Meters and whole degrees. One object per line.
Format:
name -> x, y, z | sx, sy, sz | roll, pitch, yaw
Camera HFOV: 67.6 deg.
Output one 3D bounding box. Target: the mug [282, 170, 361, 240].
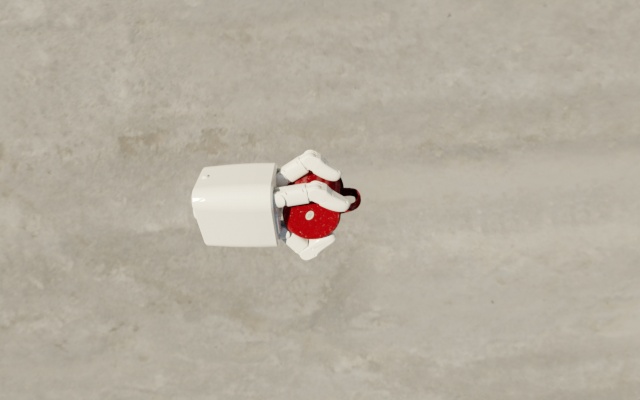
mug -> 0.002, 0.002, 0.689 | 0.117, 0.093, 0.081 | -1, 31, 1
